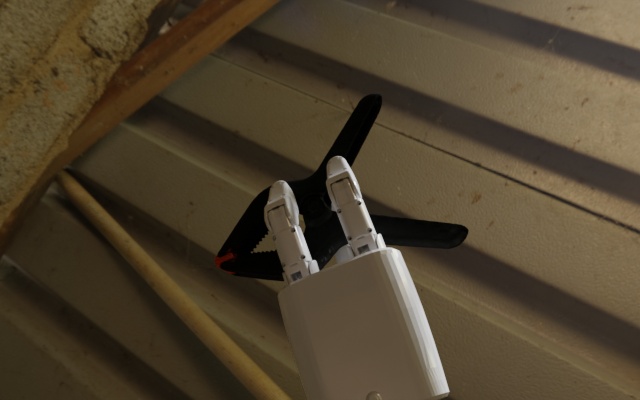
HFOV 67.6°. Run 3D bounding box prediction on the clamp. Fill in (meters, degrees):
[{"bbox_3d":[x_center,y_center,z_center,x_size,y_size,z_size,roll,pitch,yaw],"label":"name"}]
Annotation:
[{"bbox_3d":[0.000,0.002,0.427,0.210,0.164,0.036,-23,-28,8],"label":"clamp"}]
